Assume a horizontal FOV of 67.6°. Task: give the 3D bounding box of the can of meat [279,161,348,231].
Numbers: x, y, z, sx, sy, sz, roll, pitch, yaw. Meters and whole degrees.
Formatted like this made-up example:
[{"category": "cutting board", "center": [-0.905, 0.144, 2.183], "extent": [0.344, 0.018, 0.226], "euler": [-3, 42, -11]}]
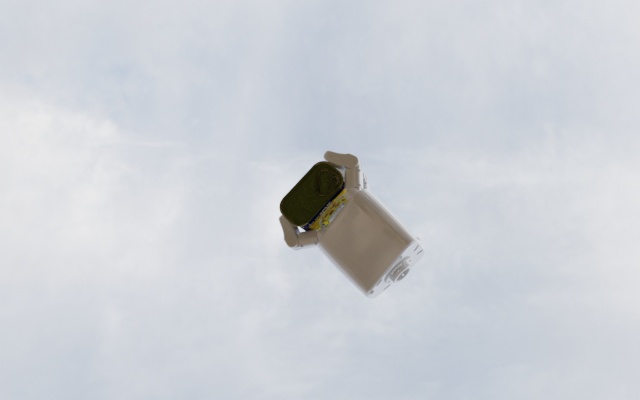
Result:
[{"category": "can of meat", "center": [0.000, 0.002, 0.717], "extent": [0.057, 0.102, 0.084], "euler": [43, 1, 28]}]
